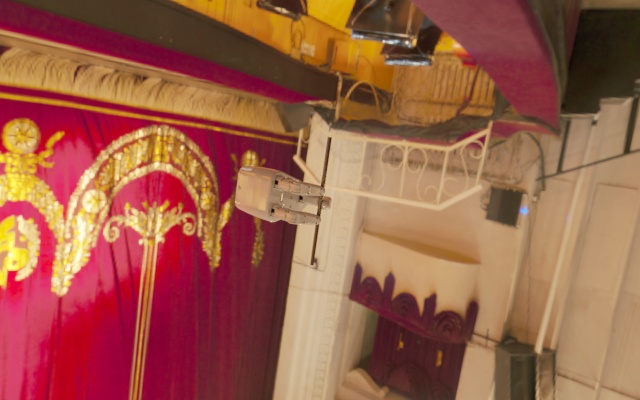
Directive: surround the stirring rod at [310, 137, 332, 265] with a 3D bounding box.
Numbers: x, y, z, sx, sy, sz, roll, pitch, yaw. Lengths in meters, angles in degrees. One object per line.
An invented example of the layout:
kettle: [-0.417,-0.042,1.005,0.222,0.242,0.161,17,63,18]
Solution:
stirring rod: [0.000,0.003,0.883,0.011,0.239,0.011,8,8,-1]
